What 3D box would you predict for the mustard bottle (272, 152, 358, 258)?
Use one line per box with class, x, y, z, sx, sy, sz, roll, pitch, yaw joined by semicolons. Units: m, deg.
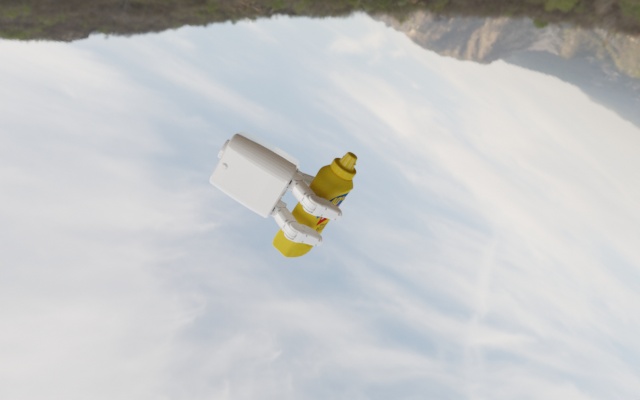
mustard bottle;0.000;0.003;0.756;0.058;0.192;0.096;42;28;17
